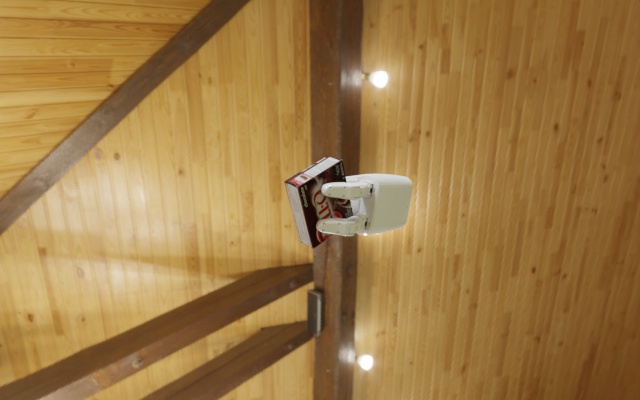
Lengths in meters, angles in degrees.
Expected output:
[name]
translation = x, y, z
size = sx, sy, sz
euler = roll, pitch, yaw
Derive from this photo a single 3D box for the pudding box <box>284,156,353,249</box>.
[pudding box]
translation = 0.000, 0.002, 0.717
size = 0.090, 0.114, 0.039
euler = -34, 35, -31
